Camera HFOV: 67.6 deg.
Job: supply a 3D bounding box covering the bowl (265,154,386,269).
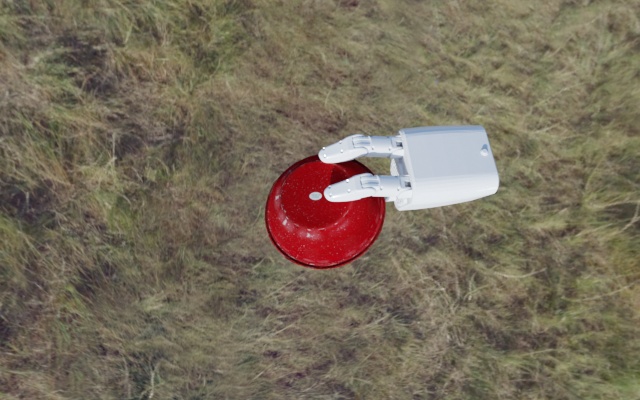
[{"bbox_3d":[-0.001,0.002,0.602,0.162,0.162,0.055,0,-21,11],"label":"bowl"}]
